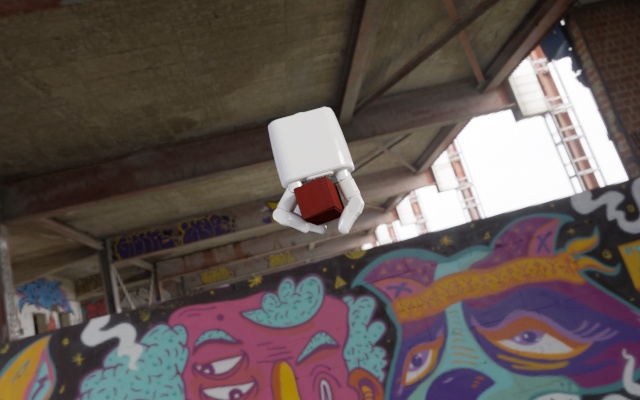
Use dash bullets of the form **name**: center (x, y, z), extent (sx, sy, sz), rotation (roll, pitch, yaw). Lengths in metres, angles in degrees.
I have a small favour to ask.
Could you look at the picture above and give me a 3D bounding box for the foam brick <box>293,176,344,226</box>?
- **foam brick**: center (0.000, 0.002, 0.725), extent (0.053, 0.051, 0.078), rotation (-21, -14, 11)
